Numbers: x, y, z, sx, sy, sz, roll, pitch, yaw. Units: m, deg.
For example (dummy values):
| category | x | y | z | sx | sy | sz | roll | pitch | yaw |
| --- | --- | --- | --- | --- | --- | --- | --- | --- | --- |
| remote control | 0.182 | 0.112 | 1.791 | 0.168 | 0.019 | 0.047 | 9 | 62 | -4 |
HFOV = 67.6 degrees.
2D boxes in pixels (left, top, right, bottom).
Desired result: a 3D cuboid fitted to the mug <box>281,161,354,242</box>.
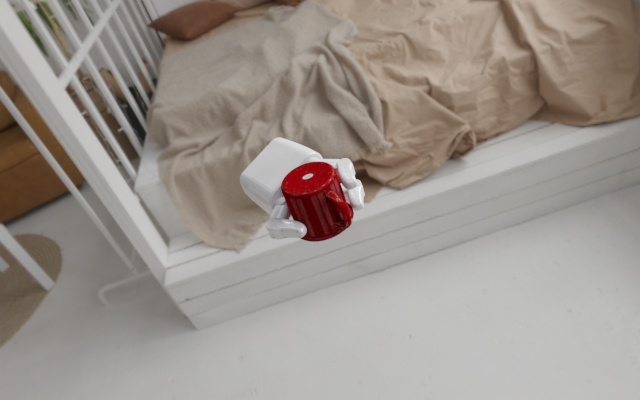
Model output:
| category | x | y | z | sx | sy | sz | roll | pitch | yaw |
| --- | --- | --- | --- | --- | --- | --- | --- | --- | --- |
| mug | 0.001 | 0.003 | 0.674 | 0.093 | 0.082 | 0.117 | -36 | 38 | -20 |
